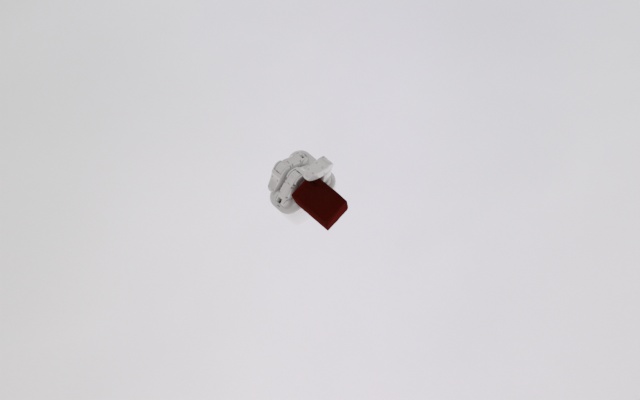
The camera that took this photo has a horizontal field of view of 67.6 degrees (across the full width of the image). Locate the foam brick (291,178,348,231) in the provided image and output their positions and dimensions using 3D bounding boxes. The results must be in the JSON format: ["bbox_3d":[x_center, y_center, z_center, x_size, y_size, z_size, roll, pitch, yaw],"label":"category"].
[{"bbox_3d":[0.000,0.003,0.779,0.078,0.053,0.051,41,-8,15],"label":"foam brick"}]
